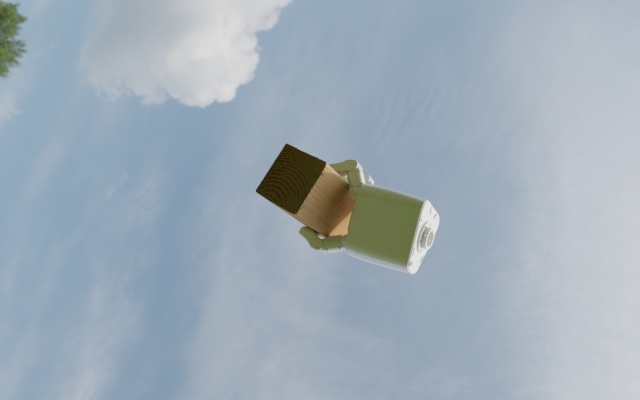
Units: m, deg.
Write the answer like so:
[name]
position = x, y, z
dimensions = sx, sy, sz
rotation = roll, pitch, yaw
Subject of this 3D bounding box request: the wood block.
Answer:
[wood block]
position = 0.000, 0.003, 0.783
dimensions = 0.090, 0.091, 0.206
rotation = 28, -6, 34
